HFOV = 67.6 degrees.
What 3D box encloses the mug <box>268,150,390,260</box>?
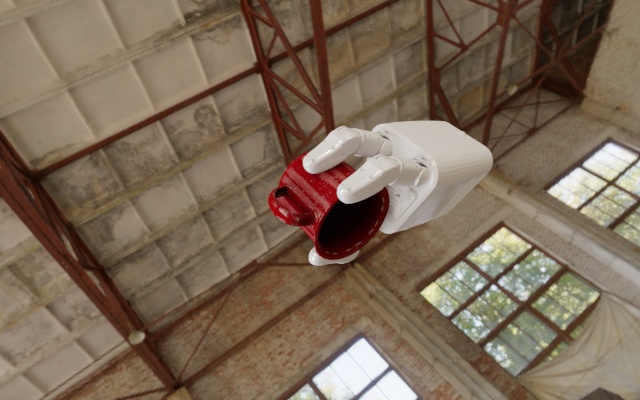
[{"bbox_3d":[-0.001,0.002,0.481,0.117,0.093,0.081,-10,39,-38],"label":"mug"}]
